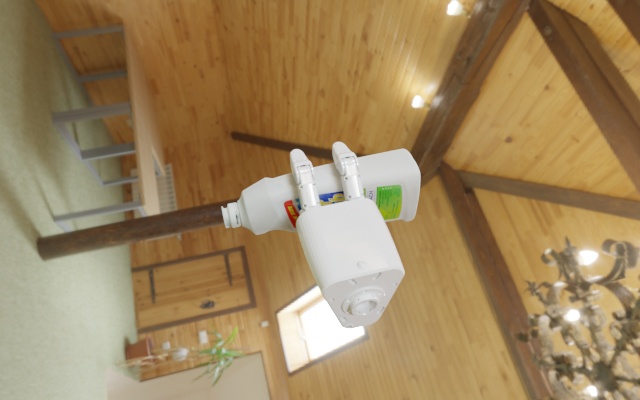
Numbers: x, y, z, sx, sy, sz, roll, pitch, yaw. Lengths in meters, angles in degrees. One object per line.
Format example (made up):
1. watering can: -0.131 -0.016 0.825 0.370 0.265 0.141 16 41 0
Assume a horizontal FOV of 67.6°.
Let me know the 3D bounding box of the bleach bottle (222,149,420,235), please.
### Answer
1. bleach bottle: 0.000 0.002 0.624 0.251 0.103 0.068 -12 46 -9
